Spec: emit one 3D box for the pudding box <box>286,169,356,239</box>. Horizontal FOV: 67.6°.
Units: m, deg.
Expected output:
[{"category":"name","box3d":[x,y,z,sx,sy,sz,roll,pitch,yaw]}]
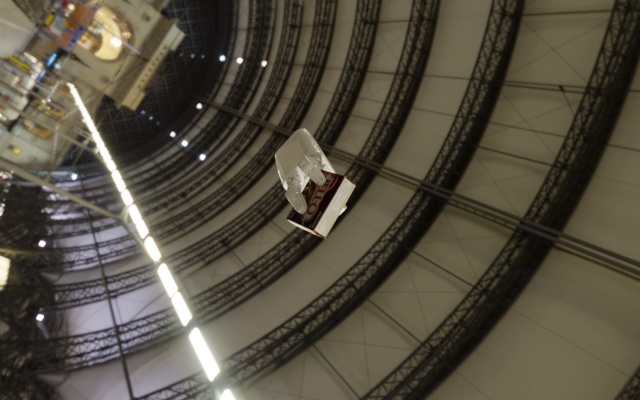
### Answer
[{"category":"pudding box","box3d":[0.000,0.003,0.849,0.039,0.113,0.090,33,-8,-36]}]
